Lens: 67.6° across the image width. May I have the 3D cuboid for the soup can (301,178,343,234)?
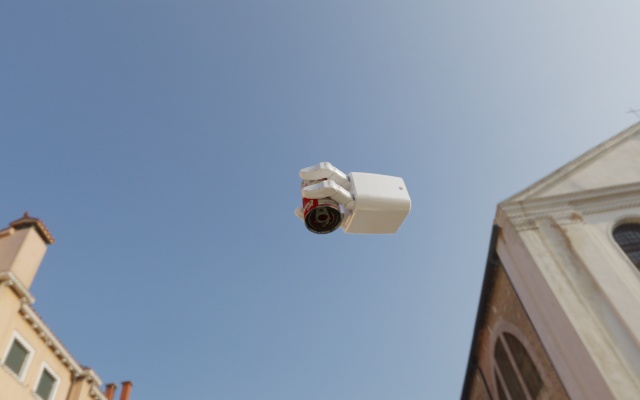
[{"bbox_3d":[0.000,0.003,0.880,0.068,0.069,0.102,0,40,-8],"label":"soup can"}]
